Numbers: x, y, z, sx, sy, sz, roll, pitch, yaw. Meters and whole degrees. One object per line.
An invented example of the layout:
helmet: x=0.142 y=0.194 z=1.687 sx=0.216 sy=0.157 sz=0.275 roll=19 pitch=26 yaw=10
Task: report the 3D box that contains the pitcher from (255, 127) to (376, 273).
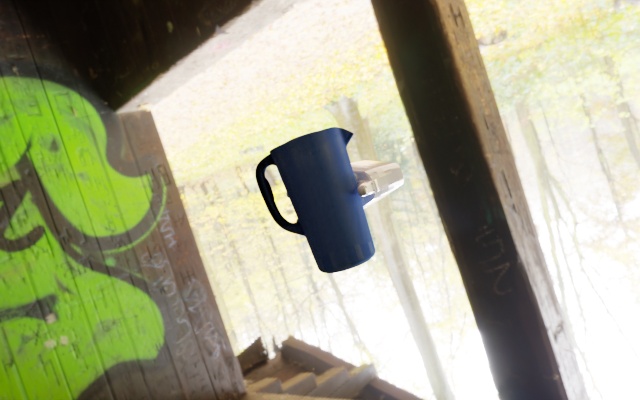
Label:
pitcher: x=0.000 y=0.003 z=0.845 sx=0.145 sy=0.243 sz=0.149 roll=-21 pitch=4 yaw=-43
